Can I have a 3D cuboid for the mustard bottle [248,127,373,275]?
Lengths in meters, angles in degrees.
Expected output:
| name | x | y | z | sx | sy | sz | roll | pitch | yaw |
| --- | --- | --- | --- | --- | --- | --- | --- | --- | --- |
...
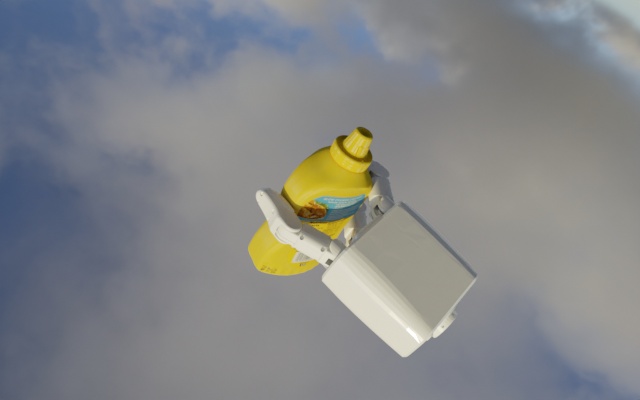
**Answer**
| name | x | y | z | sx | sy | sz | roll | pitch | yaw |
| --- | --- | --- | --- | --- | --- | --- | --- | --- | --- |
| mustard bottle | 0.000 | 0.002 | 0.497 | 0.096 | 0.058 | 0.192 | -2 | -40 | -37 |
